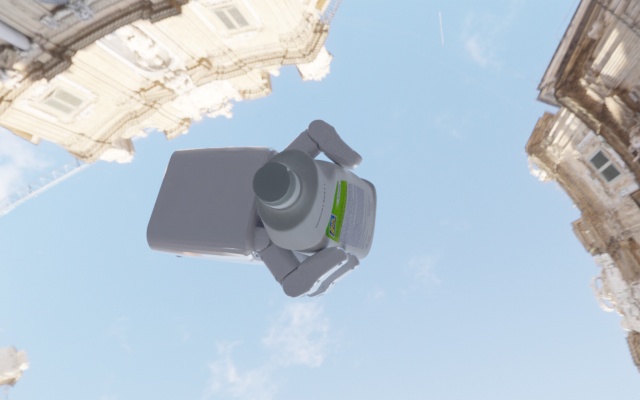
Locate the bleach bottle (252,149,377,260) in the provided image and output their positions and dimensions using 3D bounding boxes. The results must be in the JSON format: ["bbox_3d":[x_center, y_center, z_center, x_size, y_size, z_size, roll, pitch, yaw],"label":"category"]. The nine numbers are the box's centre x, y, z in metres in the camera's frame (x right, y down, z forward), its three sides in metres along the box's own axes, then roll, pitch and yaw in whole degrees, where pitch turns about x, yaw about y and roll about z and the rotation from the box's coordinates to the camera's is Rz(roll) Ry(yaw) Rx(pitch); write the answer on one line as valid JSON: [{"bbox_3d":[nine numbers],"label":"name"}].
[{"bbox_3d":[0.000,0.002,0.448,0.068,0.102,0.251,2,-10,16],"label":"bleach bottle"}]
